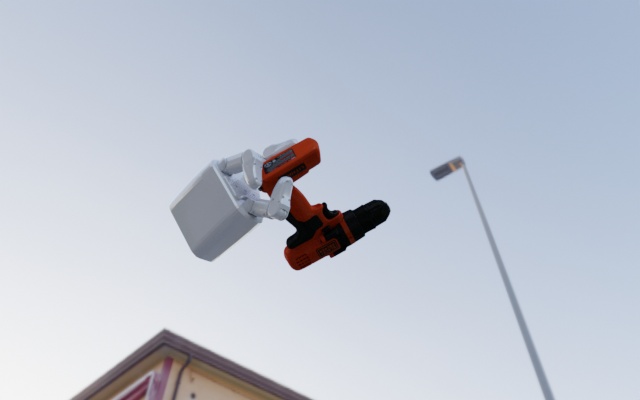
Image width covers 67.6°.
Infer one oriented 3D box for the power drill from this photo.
[{"bbox_3d":[0.000,0.002,0.723,0.184,0.188,0.057,-30,30,-2],"label":"power drill"}]
